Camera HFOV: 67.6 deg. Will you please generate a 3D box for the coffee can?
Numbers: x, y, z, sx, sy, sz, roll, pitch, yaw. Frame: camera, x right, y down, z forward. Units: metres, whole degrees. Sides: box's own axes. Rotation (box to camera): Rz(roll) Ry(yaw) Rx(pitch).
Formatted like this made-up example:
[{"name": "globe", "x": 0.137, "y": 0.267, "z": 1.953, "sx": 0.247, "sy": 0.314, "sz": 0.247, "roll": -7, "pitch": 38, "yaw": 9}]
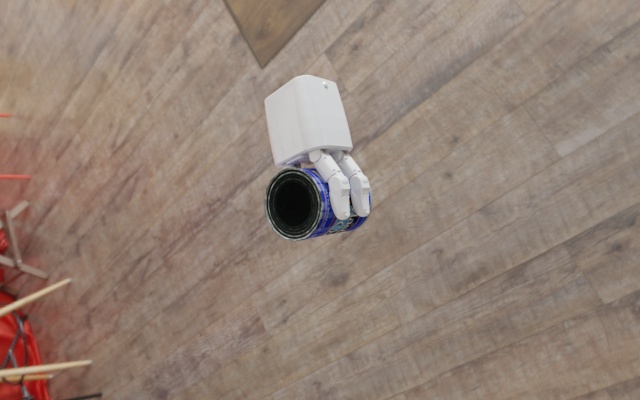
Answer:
[{"name": "coffee can", "x": 0.000, "y": 0.003, "z": 0.715, "sx": 0.103, "sy": 0.103, "sz": 0.140, "roll": 0, "pitch": 3, "yaw": 35}]
